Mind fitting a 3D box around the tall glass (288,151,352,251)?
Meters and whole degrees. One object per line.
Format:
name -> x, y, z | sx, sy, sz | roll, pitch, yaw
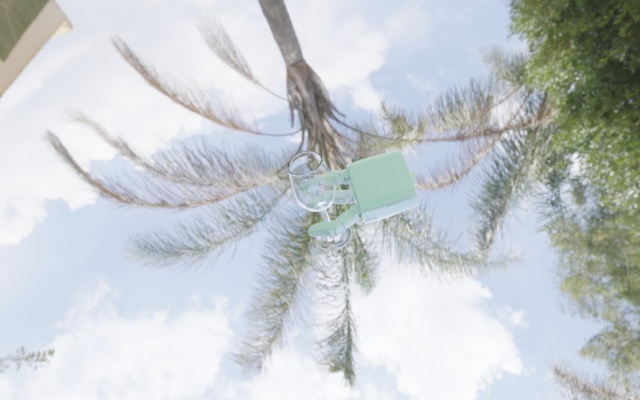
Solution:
tall glass -> 0.000, 0.003, 0.880 | 0.079, 0.079, 0.201 | 0, -42, 22
